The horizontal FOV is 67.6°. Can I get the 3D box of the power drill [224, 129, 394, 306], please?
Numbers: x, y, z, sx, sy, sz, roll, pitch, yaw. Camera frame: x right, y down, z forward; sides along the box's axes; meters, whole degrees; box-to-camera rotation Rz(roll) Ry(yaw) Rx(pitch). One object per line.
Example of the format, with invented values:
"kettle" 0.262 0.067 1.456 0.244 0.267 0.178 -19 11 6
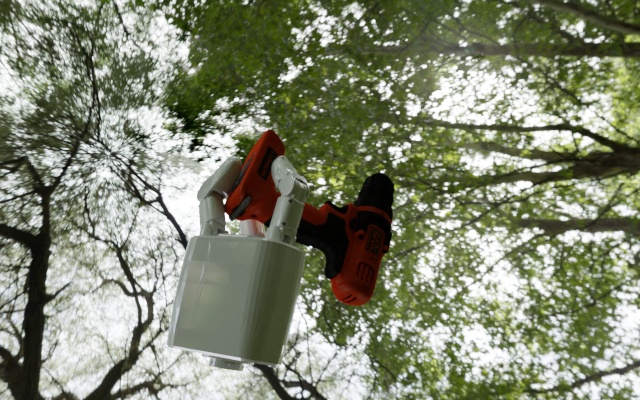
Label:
"power drill" 0.000 0.002 0.538 0.188 0.184 0.057 31 -43 -14
